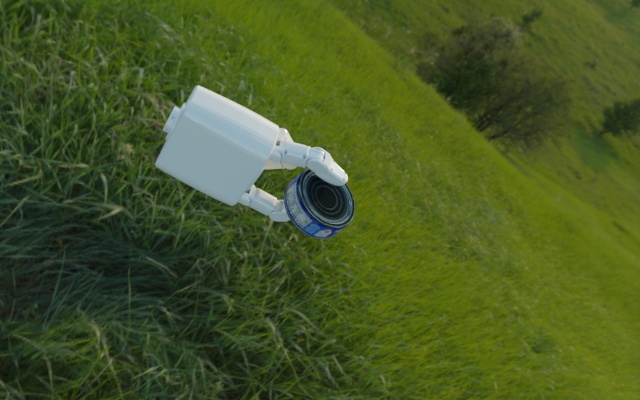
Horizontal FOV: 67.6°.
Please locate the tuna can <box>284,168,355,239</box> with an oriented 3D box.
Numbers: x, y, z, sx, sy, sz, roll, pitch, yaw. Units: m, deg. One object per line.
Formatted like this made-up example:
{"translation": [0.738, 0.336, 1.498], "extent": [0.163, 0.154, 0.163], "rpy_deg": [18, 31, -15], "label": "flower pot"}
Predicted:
{"translation": [0.000, 0.002, 0.583], "extent": [0.086, 0.086, 0.034], "rpy_deg": [0, -26, -39], "label": "tuna can"}
